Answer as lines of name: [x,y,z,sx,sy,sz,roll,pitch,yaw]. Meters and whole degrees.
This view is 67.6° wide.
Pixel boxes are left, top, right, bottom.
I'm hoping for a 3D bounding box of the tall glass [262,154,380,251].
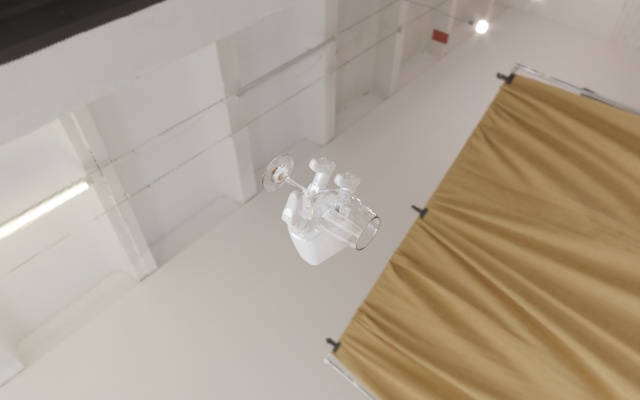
tall glass: [0.000,0.002,0.781,0.201,0.079,0.079,34,16,27]
